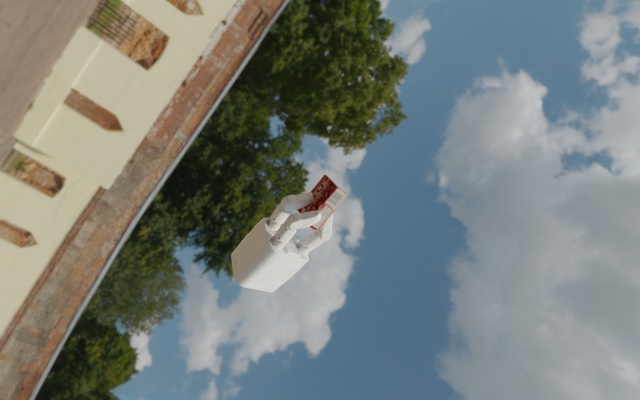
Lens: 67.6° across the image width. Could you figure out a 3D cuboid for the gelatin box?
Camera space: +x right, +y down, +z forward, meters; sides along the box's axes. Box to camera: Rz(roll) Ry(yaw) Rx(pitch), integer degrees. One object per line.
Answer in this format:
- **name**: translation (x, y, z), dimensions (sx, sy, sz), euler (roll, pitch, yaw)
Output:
- **gelatin box**: translation (0.001, 0.003, 0.889), dimensions (0.030, 0.089, 0.073), euler (37, 6, -28)
